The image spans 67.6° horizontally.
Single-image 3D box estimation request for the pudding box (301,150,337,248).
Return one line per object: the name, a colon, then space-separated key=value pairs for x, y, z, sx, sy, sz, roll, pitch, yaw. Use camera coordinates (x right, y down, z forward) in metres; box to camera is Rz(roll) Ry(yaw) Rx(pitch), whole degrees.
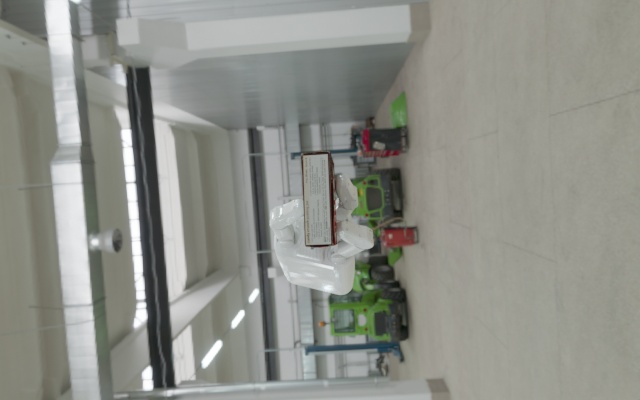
pudding box: x=0.000 y=0.002 z=0.590 sx=0.039 sy=0.113 sz=0.090 roll=-4 pitch=-5 yaw=3
